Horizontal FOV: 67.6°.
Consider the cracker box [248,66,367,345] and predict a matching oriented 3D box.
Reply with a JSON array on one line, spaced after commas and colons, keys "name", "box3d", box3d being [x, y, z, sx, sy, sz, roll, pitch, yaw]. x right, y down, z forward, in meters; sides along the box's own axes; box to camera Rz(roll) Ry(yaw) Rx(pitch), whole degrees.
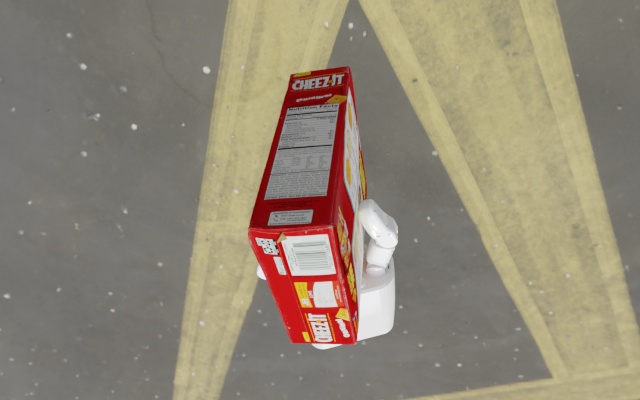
[{"name": "cracker box", "box3d": [0.000, 0.002, 0.455, 0.072, 0.213, 0.164, -3, -45, 11]}]
